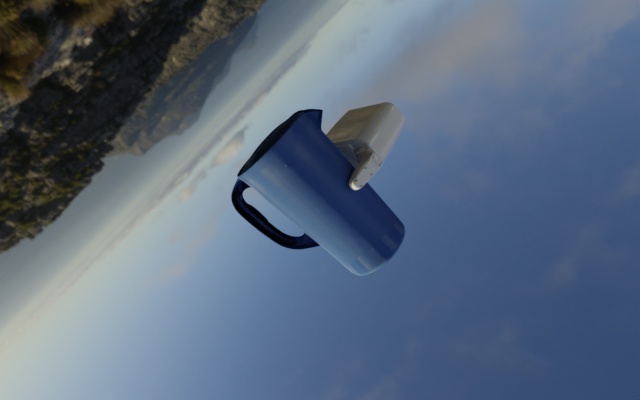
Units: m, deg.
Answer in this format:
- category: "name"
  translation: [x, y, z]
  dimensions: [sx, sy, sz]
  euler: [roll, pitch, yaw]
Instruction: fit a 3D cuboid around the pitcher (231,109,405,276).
- category: "pitcher"
  translation: [0.000, 0.002, 0.697]
  dimensions: [0.243, 0.145, 0.149]
  euler: [45, -36, -15]
